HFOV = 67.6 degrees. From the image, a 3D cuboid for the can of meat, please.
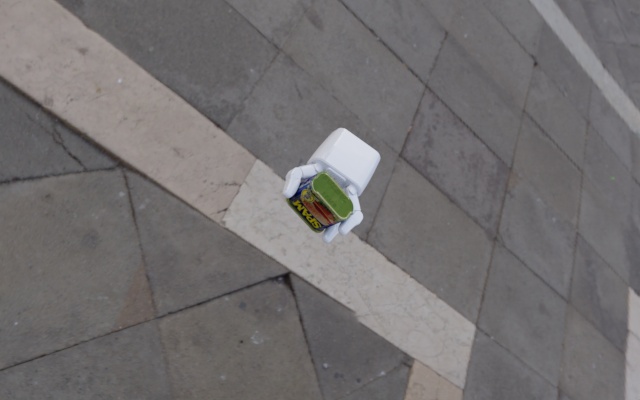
[{"bbox_3d":[0.000,0.003,0.872,0.084,0.102,0.057,-26,21,50],"label":"can of meat"}]
